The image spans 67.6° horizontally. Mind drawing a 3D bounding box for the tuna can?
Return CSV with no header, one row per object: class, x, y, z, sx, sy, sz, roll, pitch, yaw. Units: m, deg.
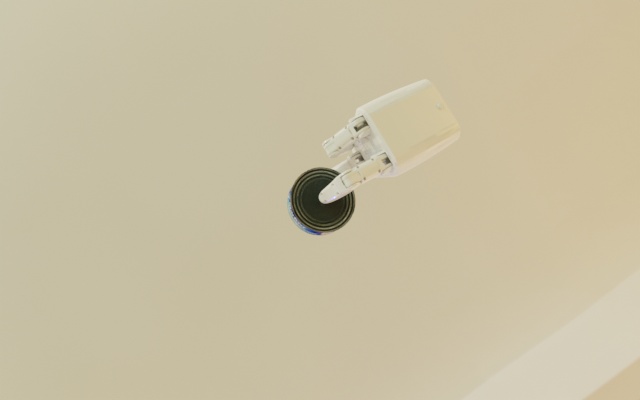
tuna can,0.000,0.002,0.623,0.086,0.086,0.034,0,-12,-14
